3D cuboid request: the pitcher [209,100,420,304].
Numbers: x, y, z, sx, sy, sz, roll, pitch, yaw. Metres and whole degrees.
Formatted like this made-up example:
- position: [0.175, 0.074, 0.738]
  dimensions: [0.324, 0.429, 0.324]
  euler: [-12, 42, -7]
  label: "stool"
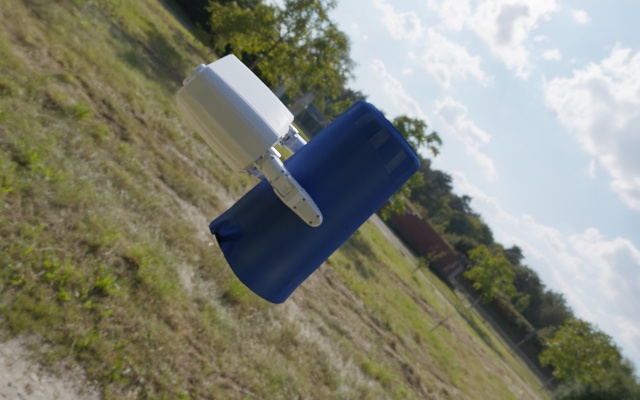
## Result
- position: [0.000, 0.002, 0.581]
  dimensions: [0.243, 0.145, 0.149]
  euler: [-42, 12, 8]
  label: "pitcher"
